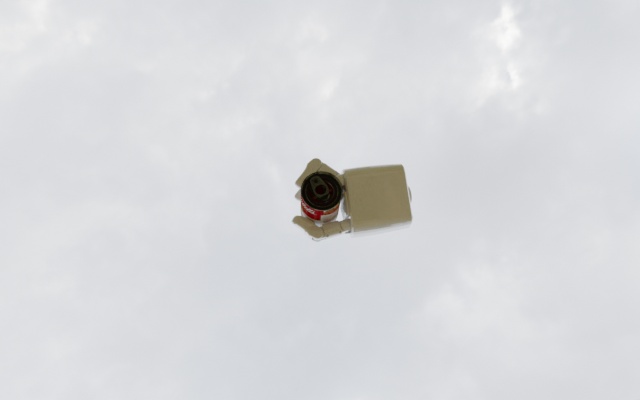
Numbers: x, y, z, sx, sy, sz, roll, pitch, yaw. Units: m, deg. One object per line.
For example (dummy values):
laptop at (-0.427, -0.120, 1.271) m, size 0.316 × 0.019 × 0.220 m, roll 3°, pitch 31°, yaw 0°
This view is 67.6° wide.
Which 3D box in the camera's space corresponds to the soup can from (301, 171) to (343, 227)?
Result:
soup can at (0.000, 0.003, 0.801) m, size 0.068 × 0.068 × 0.102 m, roll 0°, pitch -21°, yaw -3°
